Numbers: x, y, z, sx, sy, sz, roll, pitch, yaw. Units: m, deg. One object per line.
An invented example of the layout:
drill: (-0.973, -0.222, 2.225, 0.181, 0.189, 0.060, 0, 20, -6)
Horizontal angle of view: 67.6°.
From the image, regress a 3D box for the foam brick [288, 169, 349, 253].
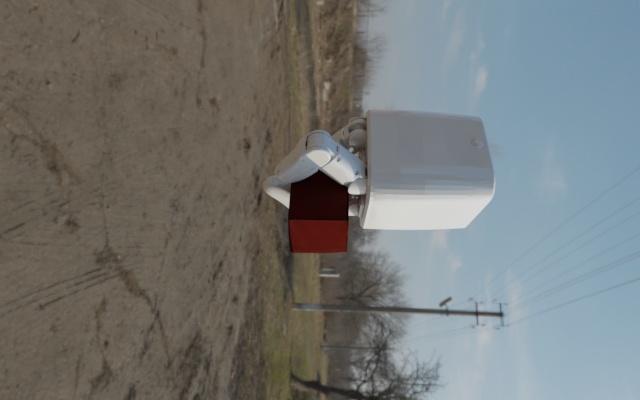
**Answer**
foam brick: (0.000, 0.002, 0.427, 0.051, 0.078, 0.053, 2, -37, 1)
